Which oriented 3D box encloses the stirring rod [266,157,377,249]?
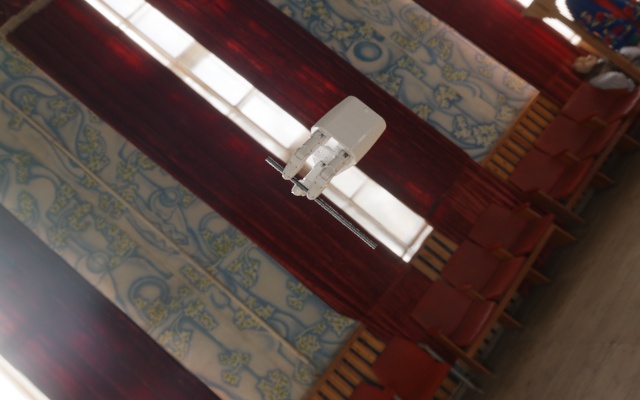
[{"bbox_3d":[0.000,0.003,0.814,0.239,0.011,0.011,39,6,7],"label":"stirring rod"}]
